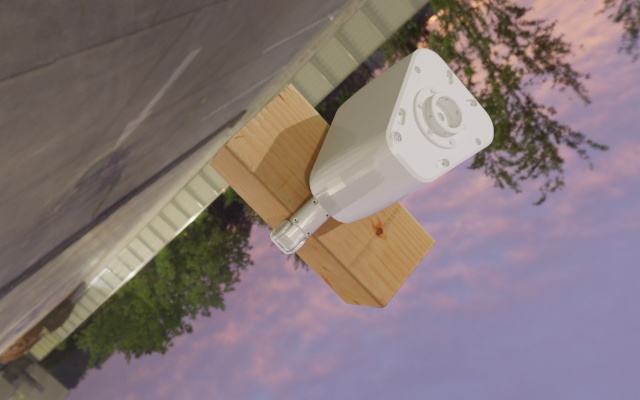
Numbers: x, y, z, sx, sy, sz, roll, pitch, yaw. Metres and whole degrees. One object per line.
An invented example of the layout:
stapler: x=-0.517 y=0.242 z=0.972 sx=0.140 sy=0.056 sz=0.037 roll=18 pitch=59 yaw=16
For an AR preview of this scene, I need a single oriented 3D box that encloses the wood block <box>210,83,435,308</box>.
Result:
wood block: x=0.000 y=0.002 z=0.475 sx=0.090 sy=0.206 sz=0.090 roll=-47 pitch=10 yaw=-20
